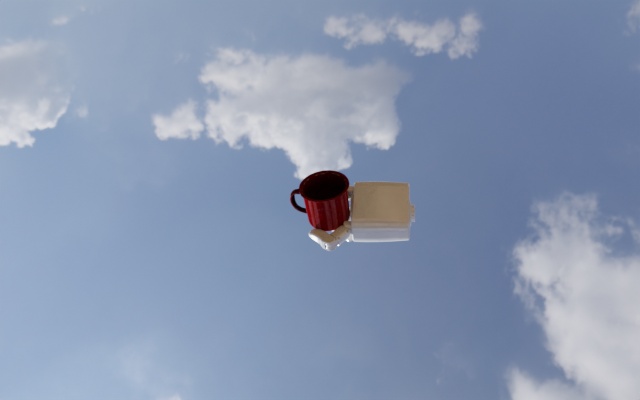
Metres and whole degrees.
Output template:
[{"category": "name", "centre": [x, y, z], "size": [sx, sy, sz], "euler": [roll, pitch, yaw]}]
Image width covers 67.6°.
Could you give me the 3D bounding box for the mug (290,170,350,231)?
[{"category": "mug", "centre": [-0.001, 0.003, 0.895], "size": [0.117, 0.082, 0.093], "euler": [0, 41, 13]}]
